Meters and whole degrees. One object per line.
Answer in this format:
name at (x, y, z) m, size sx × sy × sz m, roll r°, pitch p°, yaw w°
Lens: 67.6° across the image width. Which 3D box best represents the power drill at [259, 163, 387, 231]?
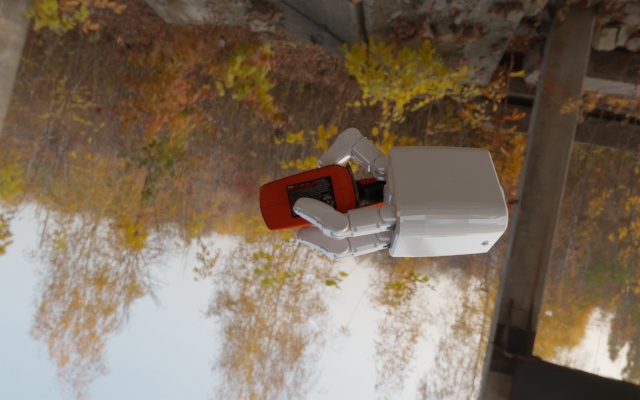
power drill at (0.000, 0.002, 0.584) m, size 0.184 × 0.057 × 0.187 m, roll -15°, pitch -5°, yaw 19°
